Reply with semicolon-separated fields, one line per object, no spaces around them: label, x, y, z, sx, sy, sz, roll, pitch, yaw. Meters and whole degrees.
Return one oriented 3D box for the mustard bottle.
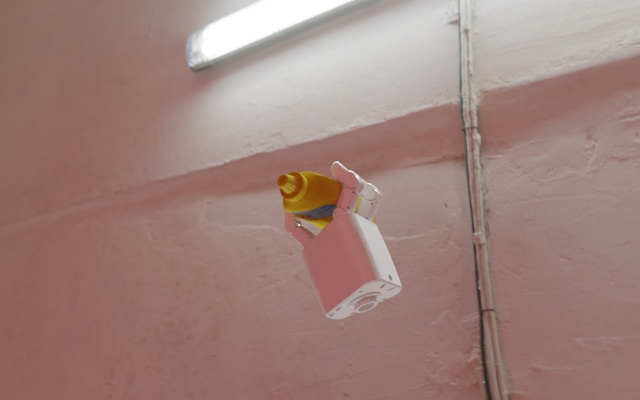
mustard bottle;0.000;0.002;0.713;0.096;0.058;0.192;-10;-23;31
